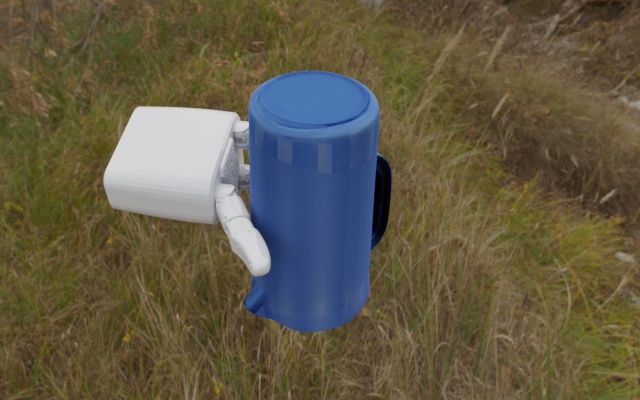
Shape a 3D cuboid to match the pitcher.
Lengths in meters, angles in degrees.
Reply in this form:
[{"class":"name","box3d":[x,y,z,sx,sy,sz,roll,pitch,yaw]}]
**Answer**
[{"class":"pitcher","box3d":[0.000,0.002,0.471,0.145,0.243,0.149,7,42,5]}]
